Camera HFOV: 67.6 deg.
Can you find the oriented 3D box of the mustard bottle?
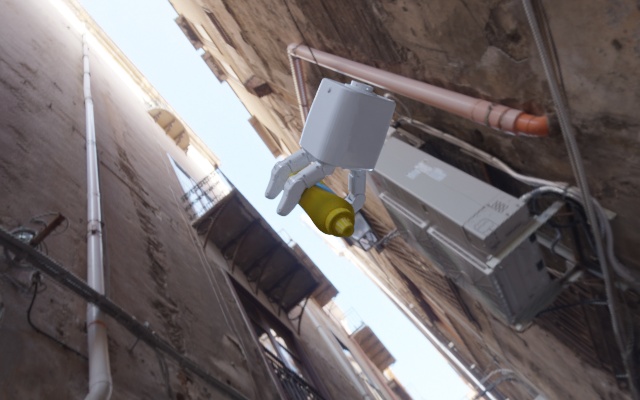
[{"bbox_3d":[0.000,0.003,0.711,0.096,0.058,0.191,37,4,-34],"label":"mustard bottle"}]
